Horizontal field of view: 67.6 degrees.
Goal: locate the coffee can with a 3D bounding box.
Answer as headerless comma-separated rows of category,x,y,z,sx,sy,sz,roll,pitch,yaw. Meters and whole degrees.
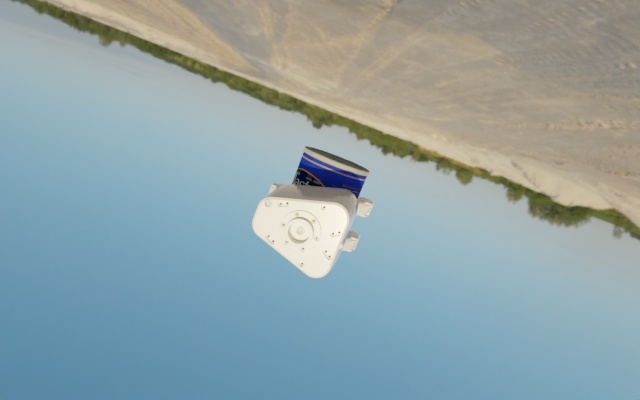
coffee can,0.000,0.002,0.715,0.103,0.140,0.103,20,10,-4
